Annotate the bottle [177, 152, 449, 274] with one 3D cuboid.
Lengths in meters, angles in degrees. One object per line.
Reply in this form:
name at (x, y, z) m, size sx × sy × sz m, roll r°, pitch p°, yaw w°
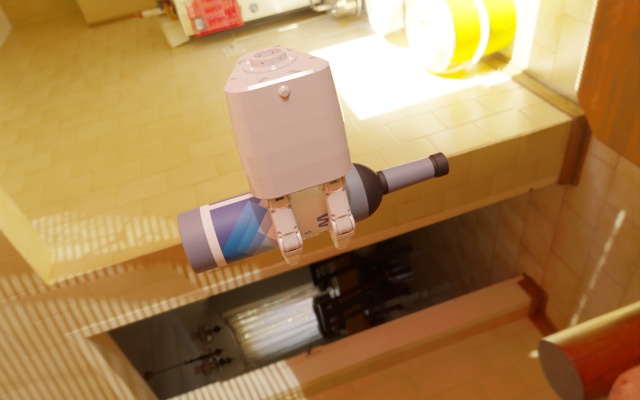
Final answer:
bottle at (0.000, 0.002, 0.519) m, size 0.295 × 0.069 × 0.069 m, roll -17°, pitch 2°, yaw -8°
